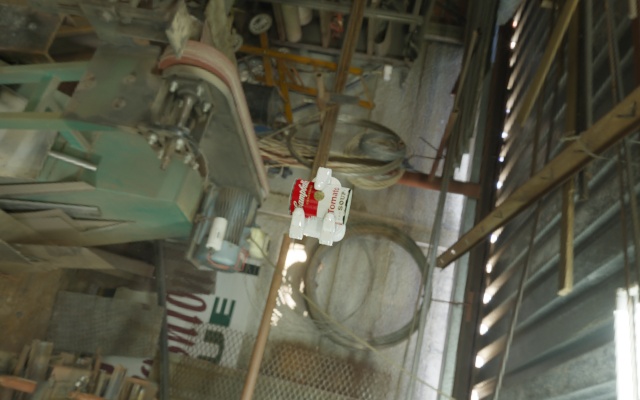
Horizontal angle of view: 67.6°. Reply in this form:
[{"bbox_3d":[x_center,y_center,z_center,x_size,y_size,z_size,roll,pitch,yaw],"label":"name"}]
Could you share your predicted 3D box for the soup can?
[{"bbox_3d":[0.000,0.003,0.854,0.102,0.068,0.068,11,1,8],"label":"soup can"}]
